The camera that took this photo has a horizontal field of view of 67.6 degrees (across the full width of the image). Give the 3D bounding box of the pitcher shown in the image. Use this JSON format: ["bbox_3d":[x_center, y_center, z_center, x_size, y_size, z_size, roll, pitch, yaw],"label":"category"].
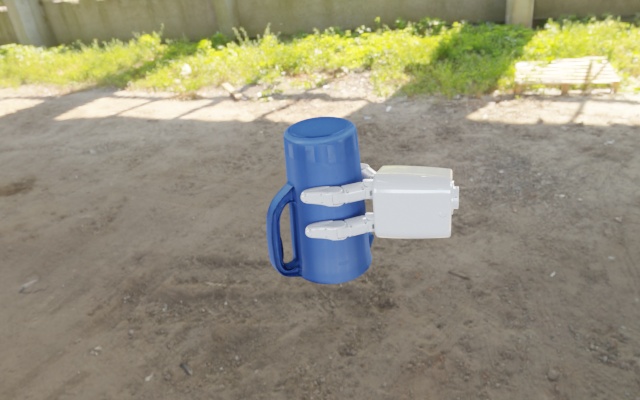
[{"bbox_3d":[0.000,0.002,0.743,0.145,0.243,0.149,3,28,17],"label":"pitcher"}]
